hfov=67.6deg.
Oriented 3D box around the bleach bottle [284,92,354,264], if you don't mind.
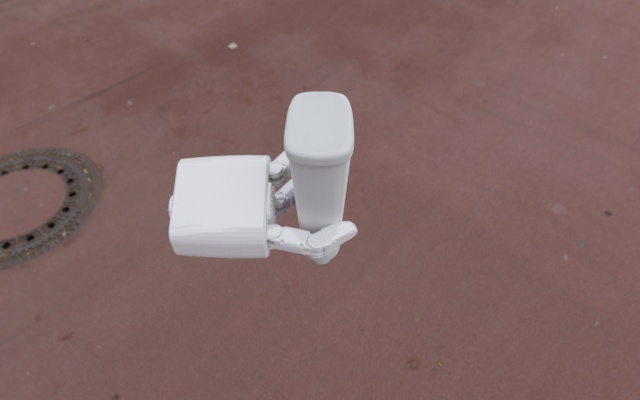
[{"bbox_3d":[0.000,0.002,0.560,0.068,0.102,0.251,1,-40,1],"label":"bleach bottle"}]
